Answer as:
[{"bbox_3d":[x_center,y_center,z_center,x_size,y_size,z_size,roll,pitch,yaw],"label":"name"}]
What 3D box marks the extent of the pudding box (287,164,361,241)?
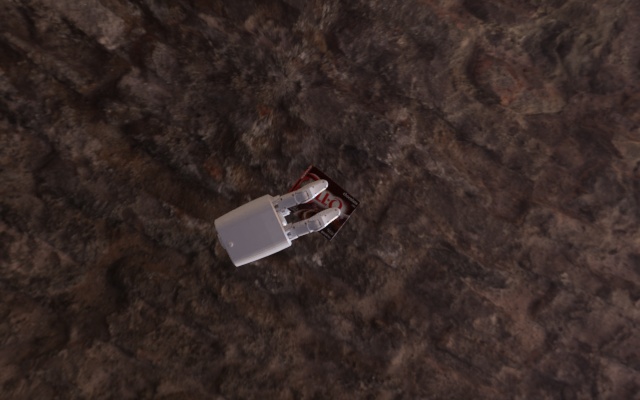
[{"bbox_3d":[0.000,0.003,0.858,0.113,0.090,0.039,38,3,-15],"label":"pudding box"}]
